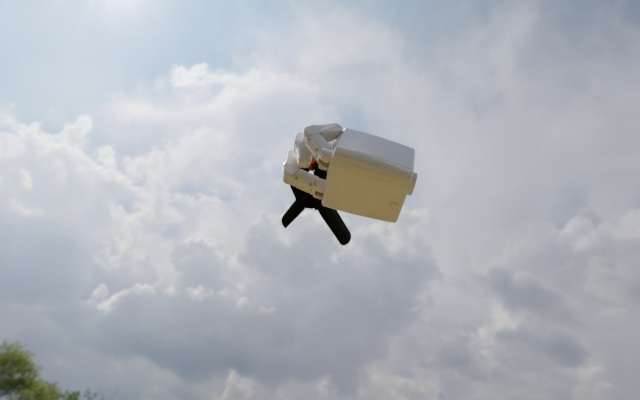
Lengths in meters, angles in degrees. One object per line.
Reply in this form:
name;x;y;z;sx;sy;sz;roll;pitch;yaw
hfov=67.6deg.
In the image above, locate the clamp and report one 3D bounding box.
clamp;0.000;0.002;0.735;0.120;0.039;0.172;17;-41;6
